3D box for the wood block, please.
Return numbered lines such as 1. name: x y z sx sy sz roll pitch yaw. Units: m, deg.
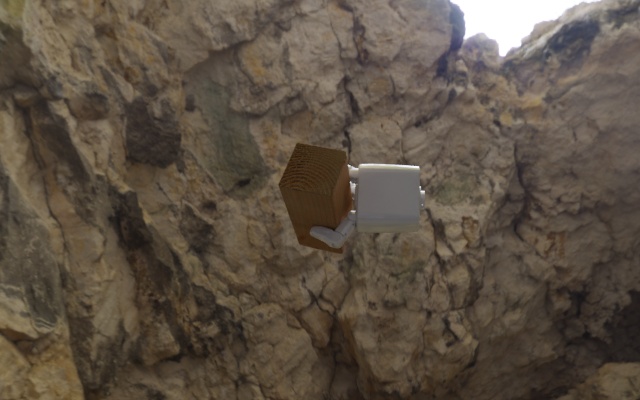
1. wood block: 0.000 0.003 0.839 0.090 0.090 0.206 12 -29 15
